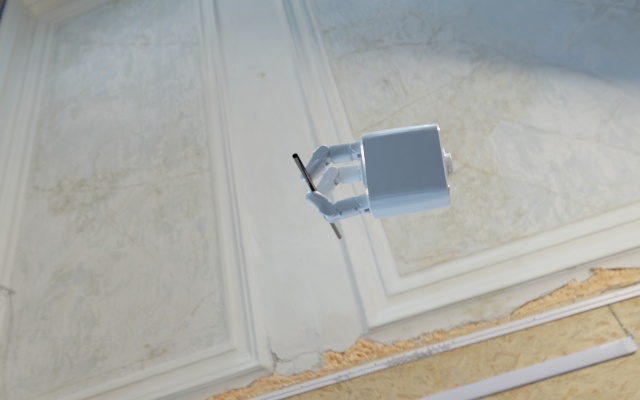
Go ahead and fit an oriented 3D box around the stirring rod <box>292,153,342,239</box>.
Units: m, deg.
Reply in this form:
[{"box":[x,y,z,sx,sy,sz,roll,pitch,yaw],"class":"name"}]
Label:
[{"box":[0.000,0.002,0.706,0.011,0.011,0.240,0,-29,18],"class":"stirring rod"}]
